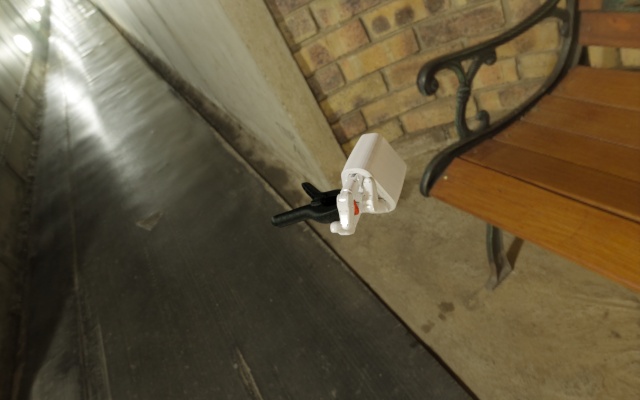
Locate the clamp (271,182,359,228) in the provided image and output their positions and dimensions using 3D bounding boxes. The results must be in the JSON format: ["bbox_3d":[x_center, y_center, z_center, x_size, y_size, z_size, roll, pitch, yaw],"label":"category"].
[{"bbox_3d":[0.000,0.002,0.878,0.171,0.120,0.039,-3,-46,32],"label":"clamp"}]
